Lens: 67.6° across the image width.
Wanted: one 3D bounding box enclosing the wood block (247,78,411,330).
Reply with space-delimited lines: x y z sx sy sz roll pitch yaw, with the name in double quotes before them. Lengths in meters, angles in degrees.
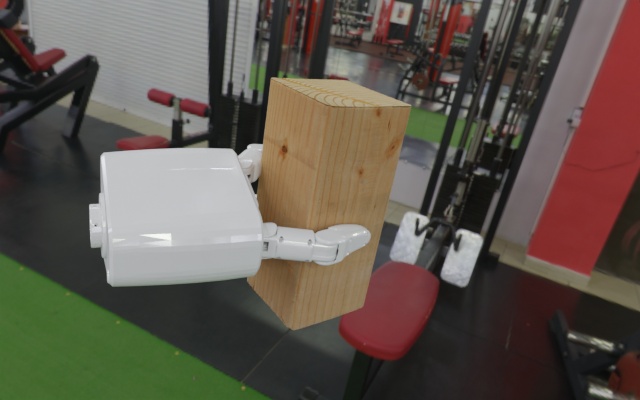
"wood block" 0.000 0.001 0.441 0.090 0.206 0.090 -8 30 -36
